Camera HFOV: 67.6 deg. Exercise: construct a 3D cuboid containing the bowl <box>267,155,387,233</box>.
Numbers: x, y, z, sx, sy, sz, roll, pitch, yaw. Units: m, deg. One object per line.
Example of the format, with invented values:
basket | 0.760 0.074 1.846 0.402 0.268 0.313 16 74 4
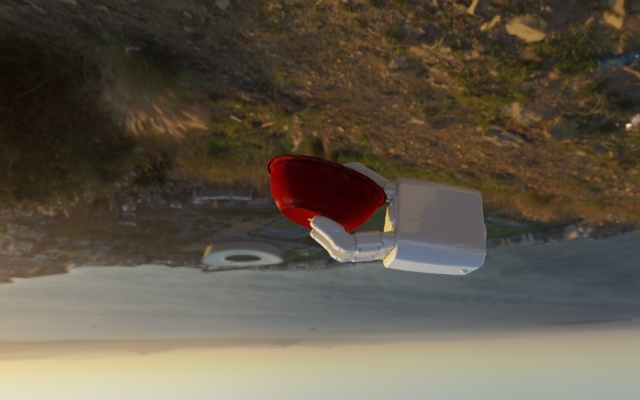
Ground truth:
bowl | -0.001 0.002 0.613 0.162 0.055 0.162 16 -17 5
